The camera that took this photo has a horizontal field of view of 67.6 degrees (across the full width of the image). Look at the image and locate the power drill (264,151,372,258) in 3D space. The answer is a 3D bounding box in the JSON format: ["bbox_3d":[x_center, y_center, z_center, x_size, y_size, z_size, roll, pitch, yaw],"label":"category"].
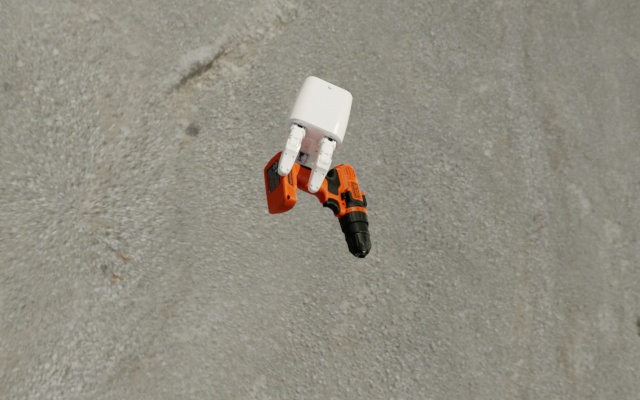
[{"bbox_3d":[0.000,0.002,0.801,0.188,0.184,0.057,17,-43,-36],"label":"power drill"}]
